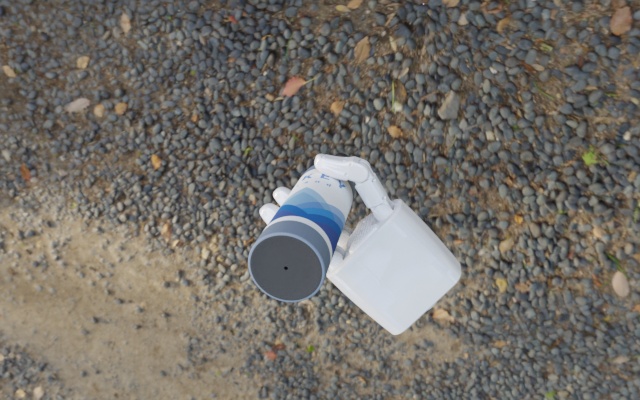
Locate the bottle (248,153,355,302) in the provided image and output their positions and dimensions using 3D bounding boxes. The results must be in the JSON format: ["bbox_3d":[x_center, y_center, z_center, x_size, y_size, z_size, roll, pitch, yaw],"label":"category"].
[{"bbox_3d":[0.000,0.002,0.528,0.069,0.069,0.295,0,22,12],"label":"bottle"}]
